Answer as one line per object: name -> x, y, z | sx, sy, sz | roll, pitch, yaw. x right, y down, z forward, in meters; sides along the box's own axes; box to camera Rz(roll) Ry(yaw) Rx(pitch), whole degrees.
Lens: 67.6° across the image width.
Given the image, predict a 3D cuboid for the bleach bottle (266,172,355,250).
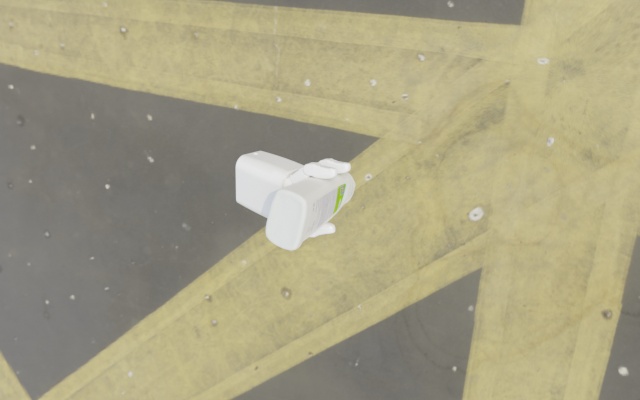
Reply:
bleach bottle -> 0.000, 0.003, 0.861 | 0.068, 0.103, 0.251 | 23, 22, 20
